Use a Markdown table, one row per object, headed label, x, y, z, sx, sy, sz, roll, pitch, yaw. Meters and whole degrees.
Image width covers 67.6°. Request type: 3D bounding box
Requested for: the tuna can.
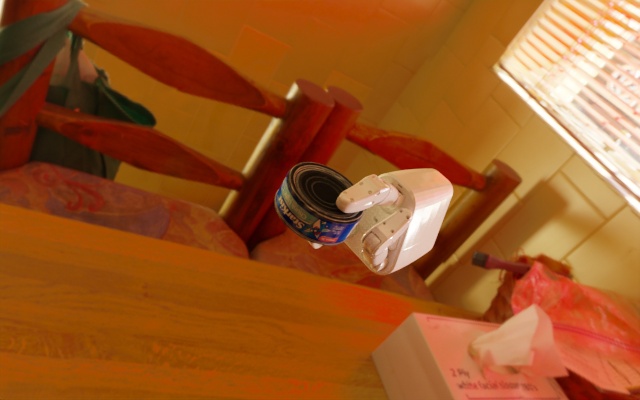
| label | x | y | z | sx | sy | sz | roll | pitch | yaw |
| --- | --- | --- | --- | --- | --- | --- | --- | --- | --- |
| tuna can | 0.000 | 0.001 | 0.472 | 0.086 | 0.086 | 0.034 | 0 | -44 | -38 |
